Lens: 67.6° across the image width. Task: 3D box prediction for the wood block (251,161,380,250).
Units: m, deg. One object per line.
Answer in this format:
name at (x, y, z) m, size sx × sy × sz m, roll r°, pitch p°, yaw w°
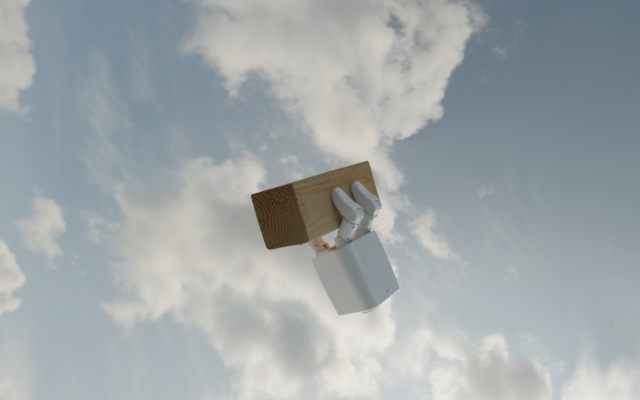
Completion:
wood block at (0.000, 0.003, 0.769) m, size 0.091 × 0.090 × 0.206 m, roll -14°, pitch 4°, yaw 39°
